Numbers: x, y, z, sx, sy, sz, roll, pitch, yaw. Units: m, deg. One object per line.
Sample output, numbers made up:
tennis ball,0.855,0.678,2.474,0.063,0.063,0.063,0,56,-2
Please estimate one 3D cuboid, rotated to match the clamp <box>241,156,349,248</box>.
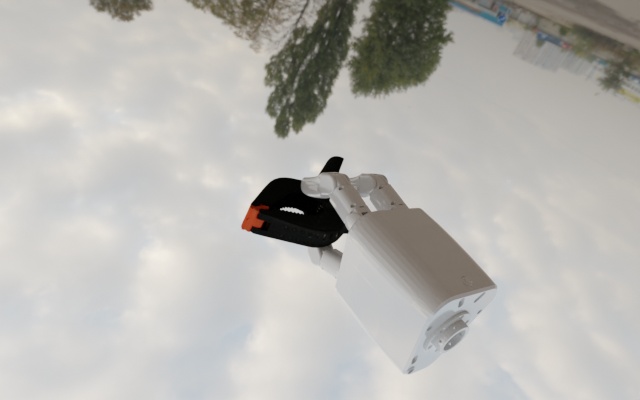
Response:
clamp,-0.001,0.003,0.521,0.210,0.036,0.164,-1,39,-41
